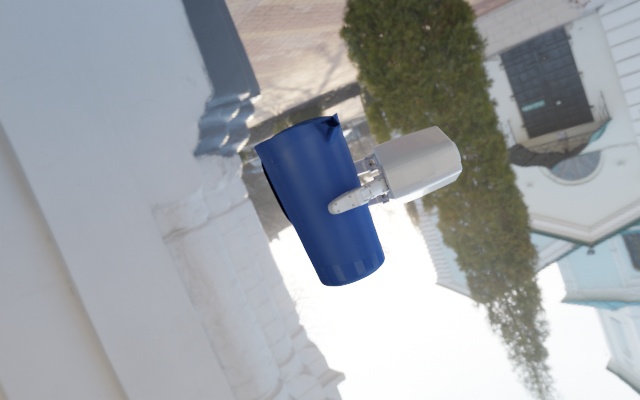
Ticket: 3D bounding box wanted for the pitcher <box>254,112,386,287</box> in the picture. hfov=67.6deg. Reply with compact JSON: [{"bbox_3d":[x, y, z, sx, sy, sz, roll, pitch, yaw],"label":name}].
[{"bbox_3d":[0.000,0.002,0.724,0.145,0.243,0.149,-22,6,4],"label":"pitcher"}]
